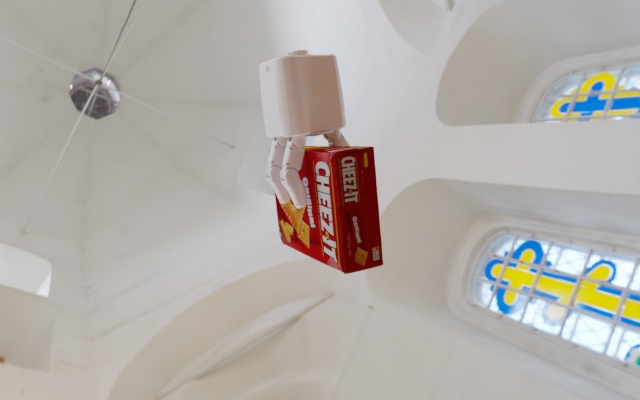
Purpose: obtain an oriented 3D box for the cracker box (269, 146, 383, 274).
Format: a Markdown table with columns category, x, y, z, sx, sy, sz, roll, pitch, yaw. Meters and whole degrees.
| category | x | y | z | sx | sy | sz | roll | pitch | yaw |
| --- | --- | --- | --- | --- | --- | --- | --- | --- | --- |
| cracker box | 0.000 | 0.002 | 0.712 | 0.072 | 0.164 | 0.213 | -12 | 12 | -26 |
